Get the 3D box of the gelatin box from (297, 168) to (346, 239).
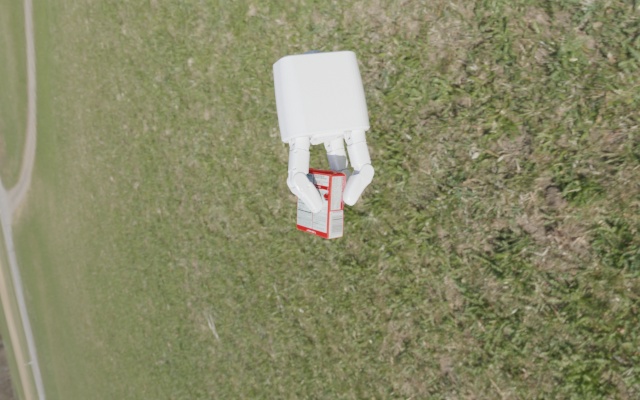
[{"bbox_3d":[0.000,0.003,0.657,0.030,0.089,0.073,-4,10,-38],"label":"gelatin box"}]
